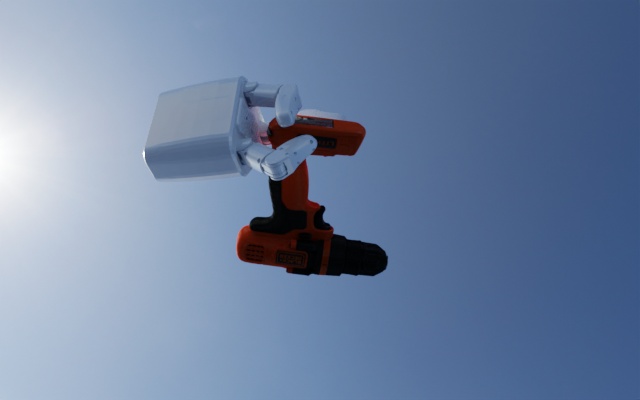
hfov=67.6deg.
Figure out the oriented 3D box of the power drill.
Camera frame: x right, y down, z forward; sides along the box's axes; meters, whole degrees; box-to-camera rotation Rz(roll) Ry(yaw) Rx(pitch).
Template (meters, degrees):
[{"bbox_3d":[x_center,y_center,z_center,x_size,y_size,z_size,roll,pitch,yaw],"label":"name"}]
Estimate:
[{"bbox_3d":[0.000,0.001,0.551,0.184,0.188,0.057,7,22,-5],"label":"power drill"}]
